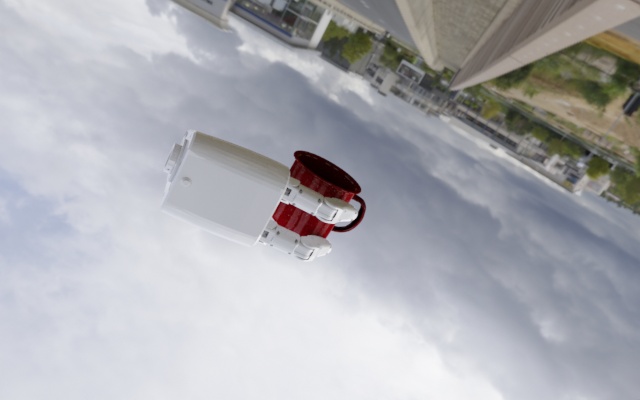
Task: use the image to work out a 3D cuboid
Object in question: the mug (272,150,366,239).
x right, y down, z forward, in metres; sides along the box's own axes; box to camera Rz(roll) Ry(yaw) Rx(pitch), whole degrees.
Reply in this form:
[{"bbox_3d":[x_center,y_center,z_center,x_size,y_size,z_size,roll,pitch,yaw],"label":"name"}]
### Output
[{"bbox_3d":[0.001,0.003,0.589,0.117,0.081,0.093,24,19,-20],"label":"mug"}]
